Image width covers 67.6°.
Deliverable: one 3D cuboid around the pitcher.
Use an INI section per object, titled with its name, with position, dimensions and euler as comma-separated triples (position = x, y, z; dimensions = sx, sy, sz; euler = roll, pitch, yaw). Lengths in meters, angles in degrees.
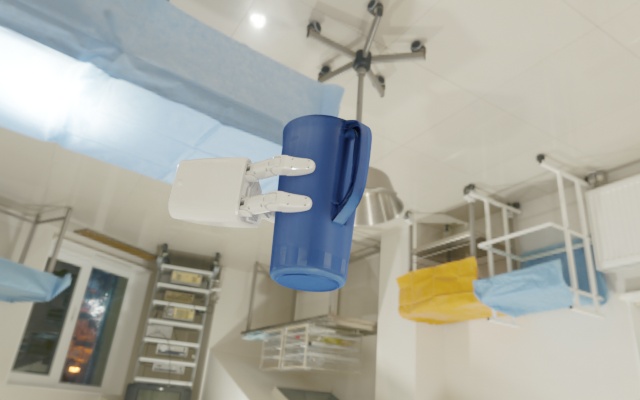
[pitcher]
position = 0.000, 0.002, 0.700
dimensions = 0.145, 0.242, 0.149
euler = 2, -24, 9
